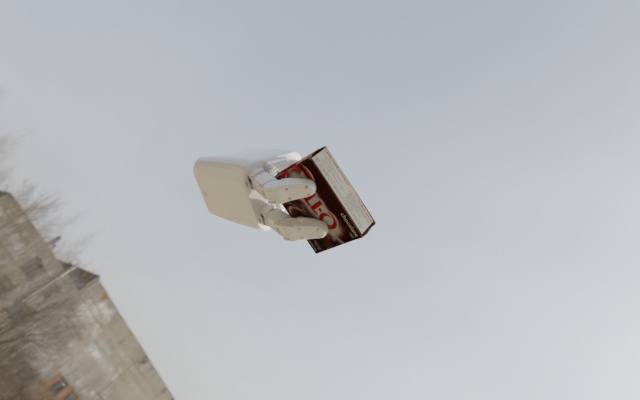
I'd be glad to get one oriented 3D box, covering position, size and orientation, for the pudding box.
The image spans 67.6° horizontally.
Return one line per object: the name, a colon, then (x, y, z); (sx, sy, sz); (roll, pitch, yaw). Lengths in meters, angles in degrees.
pudding box: (0.000, 0.002, 0.577); (0.090, 0.113, 0.039); (-26, 13, 49)
